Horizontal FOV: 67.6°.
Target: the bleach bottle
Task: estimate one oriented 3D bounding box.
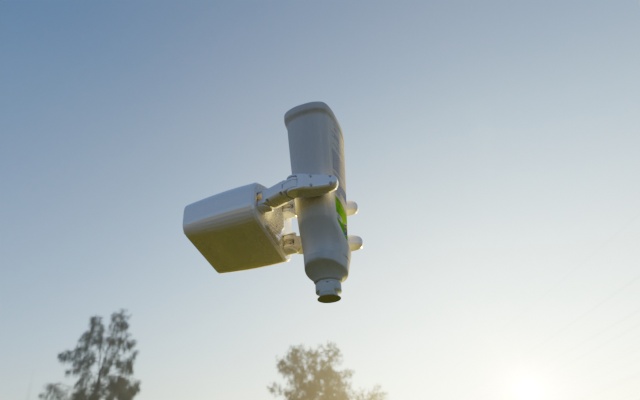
[{"bbox_3d":[0.000,0.002,0.603,0.068,0.250,0.103,-14,-33,17],"label":"bleach bottle"}]
